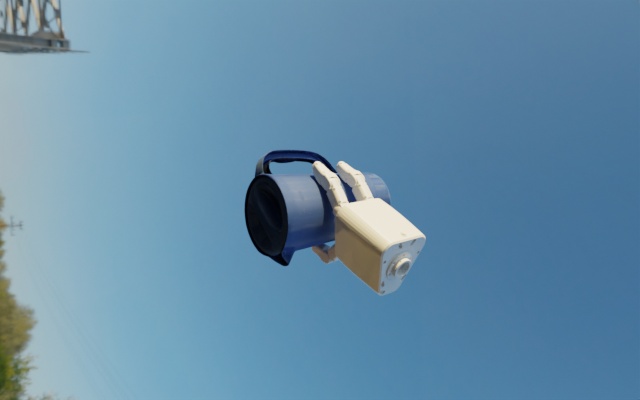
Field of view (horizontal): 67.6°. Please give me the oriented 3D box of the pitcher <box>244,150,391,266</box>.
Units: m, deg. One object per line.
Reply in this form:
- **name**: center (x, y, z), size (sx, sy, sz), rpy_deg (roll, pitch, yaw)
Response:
- **pitcher**: center (0.000, 0.003, 0.821), size (0.243, 0.149, 0.145), rpy_deg (-8, 34, -37)
